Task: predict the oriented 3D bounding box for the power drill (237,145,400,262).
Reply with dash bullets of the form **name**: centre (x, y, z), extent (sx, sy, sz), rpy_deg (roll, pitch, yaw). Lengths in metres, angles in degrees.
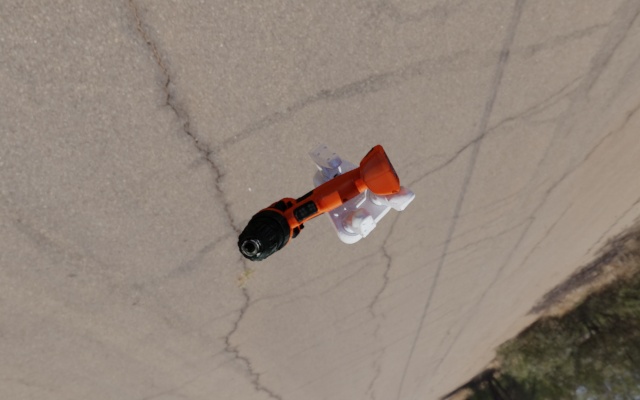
- **power drill**: centre (0.001, 0.002, 0.571), extent (0.187, 0.057, 0.184), rpy_deg (-26, 7, 13)
